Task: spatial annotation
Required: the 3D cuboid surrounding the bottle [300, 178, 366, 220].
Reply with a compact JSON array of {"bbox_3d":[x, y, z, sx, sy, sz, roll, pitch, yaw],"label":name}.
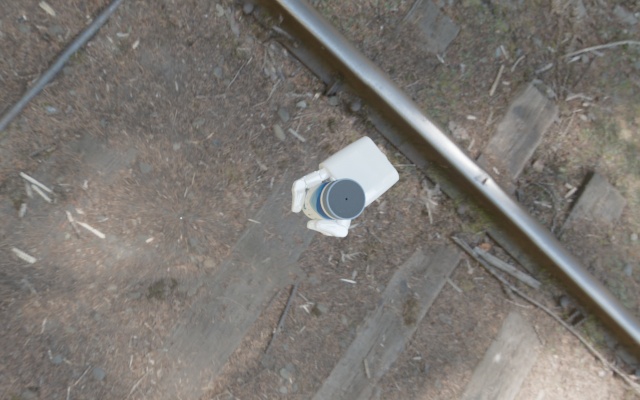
[{"bbox_3d":[0.000,0.003,0.893,0.069,0.069,0.296,0,-2,-16],"label":"bottle"}]
